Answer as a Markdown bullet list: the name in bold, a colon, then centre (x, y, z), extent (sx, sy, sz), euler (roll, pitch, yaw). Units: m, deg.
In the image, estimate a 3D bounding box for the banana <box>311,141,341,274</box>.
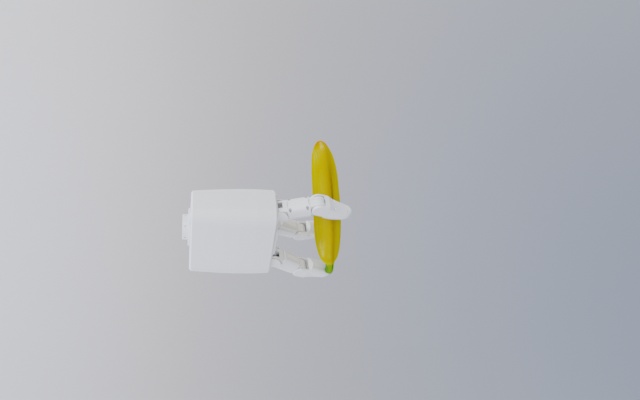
- **banana**: centre (0.005, 0.002, 0.674), extent (0.037, 0.197, 0.069), euler (1, -11, -14)
